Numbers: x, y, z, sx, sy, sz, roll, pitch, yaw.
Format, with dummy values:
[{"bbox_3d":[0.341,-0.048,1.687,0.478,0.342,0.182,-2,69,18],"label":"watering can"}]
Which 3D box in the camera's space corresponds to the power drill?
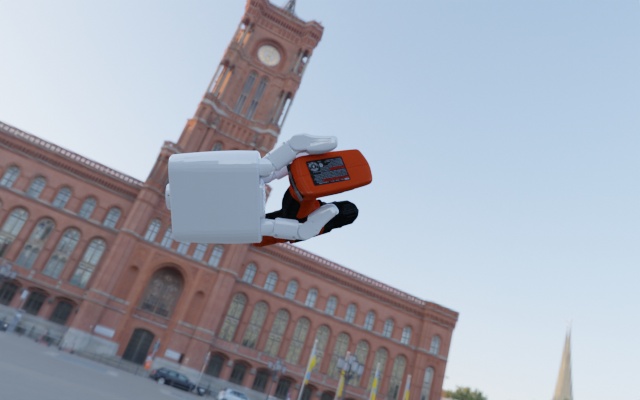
[{"bbox_3d":[0.000,0.002,0.668,0.184,0.057,0.188,-13,-23,-27],"label":"power drill"}]
